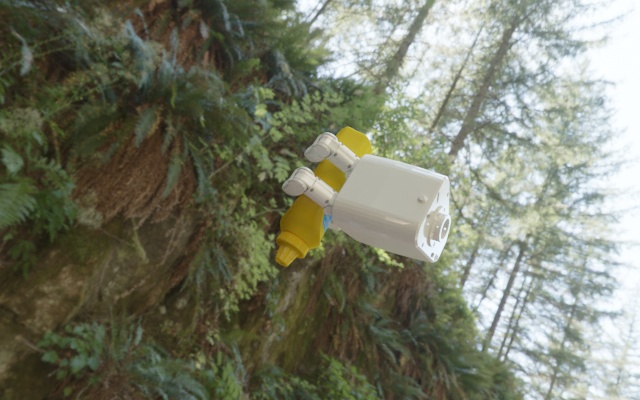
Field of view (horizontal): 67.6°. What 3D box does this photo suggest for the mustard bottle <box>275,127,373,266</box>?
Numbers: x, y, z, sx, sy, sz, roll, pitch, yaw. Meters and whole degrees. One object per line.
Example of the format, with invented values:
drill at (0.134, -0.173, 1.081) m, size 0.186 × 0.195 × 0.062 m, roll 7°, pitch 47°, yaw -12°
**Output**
mustard bottle at (0.000, 0.002, 0.615) m, size 0.058 × 0.191 × 0.096 m, roll 28°, pitch -24°, yaw 9°
